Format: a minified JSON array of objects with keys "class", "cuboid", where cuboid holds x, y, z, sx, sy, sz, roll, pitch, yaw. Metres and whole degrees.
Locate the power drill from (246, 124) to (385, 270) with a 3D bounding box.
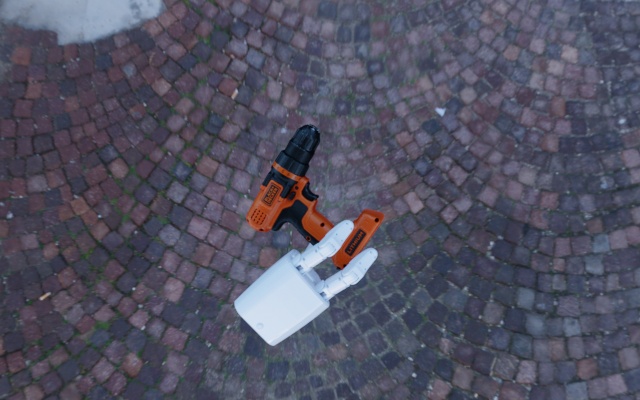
[{"class":"power drill","cuboid":[0.000,0.003,0.725,0.187,0.184,0.057,34,15,9]}]
